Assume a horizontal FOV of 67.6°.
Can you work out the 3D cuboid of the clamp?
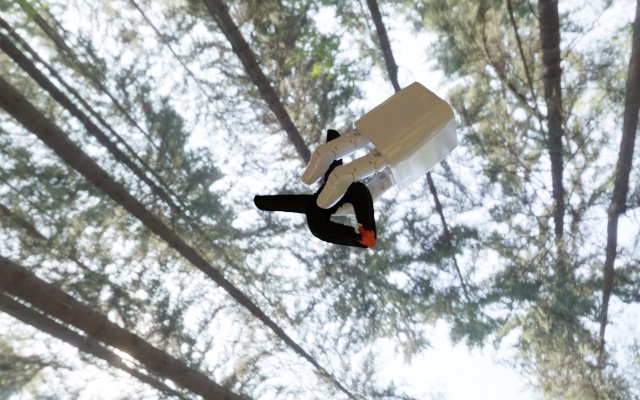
[{"bbox_3d":[0.001,0.003,0.651,0.036,0.164,0.210,49,4,-45],"label":"clamp"}]
